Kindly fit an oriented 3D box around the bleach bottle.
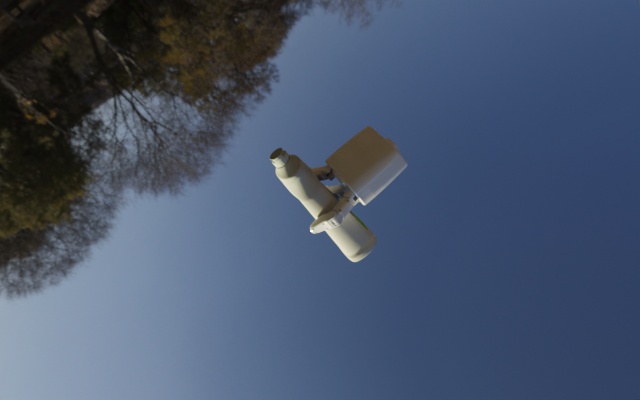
[{"bbox_3d":[0.000,0.003,0.867,0.251,0.068,0.102,47,1,-31],"label":"bleach bottle"}]
